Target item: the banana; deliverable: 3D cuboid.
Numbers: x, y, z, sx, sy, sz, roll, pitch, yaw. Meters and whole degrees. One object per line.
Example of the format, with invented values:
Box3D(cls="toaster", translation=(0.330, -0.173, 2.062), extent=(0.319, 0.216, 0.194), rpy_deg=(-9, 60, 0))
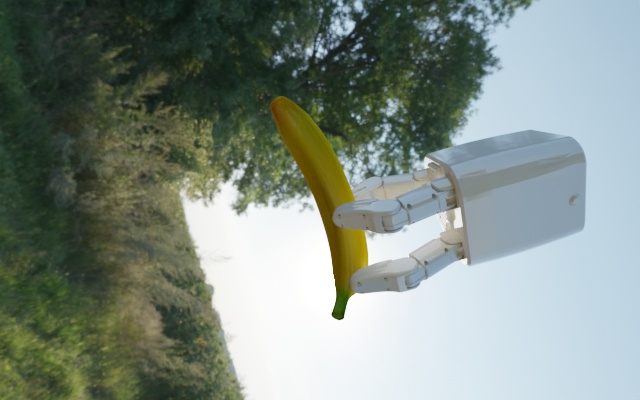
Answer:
Box3D(cls="banana", translation=(0.007, 0.001, 0.427), extent=(0.037, 0.198, 0.069), rpy_deg=(-16, 5, 22))
